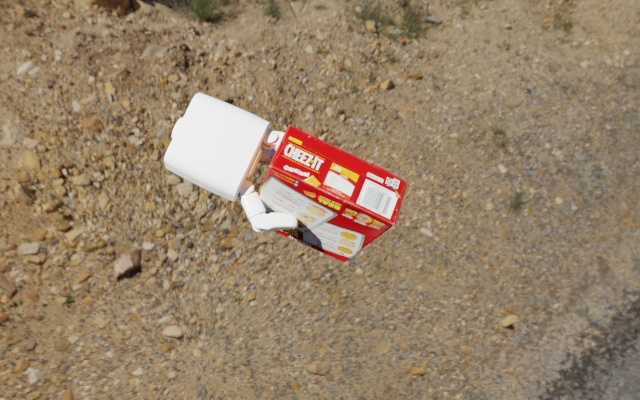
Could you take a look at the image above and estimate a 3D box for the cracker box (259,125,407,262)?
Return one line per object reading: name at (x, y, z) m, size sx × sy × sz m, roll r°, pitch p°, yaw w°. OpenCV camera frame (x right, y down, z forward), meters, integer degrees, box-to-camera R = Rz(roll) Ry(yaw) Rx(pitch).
cracker box at (0.000, 0.002, 0.657) m, size 0.164 × 0.072 × 0.214 m, roll 25°, pitch -23°, yaw -5°
